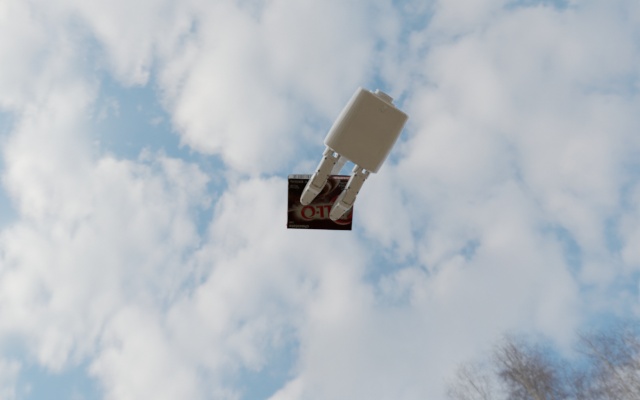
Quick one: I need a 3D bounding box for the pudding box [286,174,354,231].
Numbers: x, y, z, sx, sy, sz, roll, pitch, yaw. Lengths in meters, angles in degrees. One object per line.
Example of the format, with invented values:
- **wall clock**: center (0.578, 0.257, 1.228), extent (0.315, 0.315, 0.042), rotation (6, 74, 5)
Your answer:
- **pudding box**: center (0.000, 0.003, 0.802), extent (0.113, 0.090, 0.039), rotation (2, 18, -1)
